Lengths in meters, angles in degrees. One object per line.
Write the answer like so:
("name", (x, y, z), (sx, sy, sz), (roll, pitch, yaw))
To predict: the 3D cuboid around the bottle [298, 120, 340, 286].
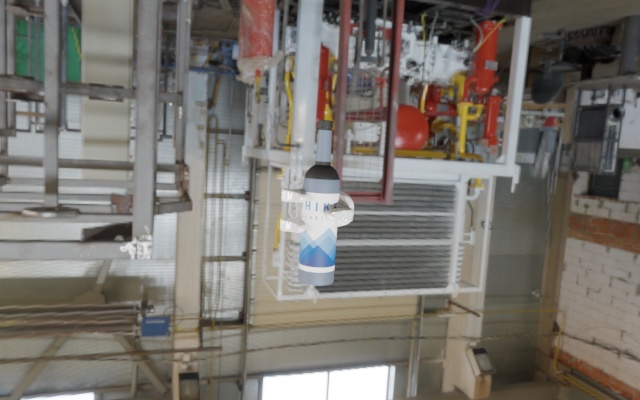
("bottle", (0.000, 0.003, 0.871), (0.069, 0.296, 0.069), (3, 6, 0))
